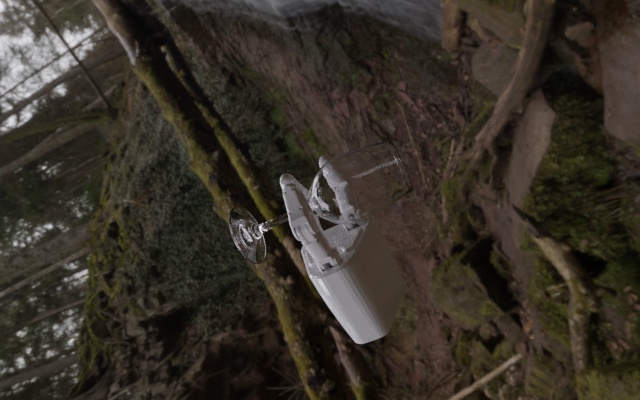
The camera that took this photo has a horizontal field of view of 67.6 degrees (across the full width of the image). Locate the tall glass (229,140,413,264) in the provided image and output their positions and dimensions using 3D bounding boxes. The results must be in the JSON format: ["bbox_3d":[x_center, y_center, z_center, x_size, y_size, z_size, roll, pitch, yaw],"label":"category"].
[{"bbox_3d":[-0.001,0.002,0.541,0.201,0.079,0.079,-25,-7,16],"label":"tall glass"}]
